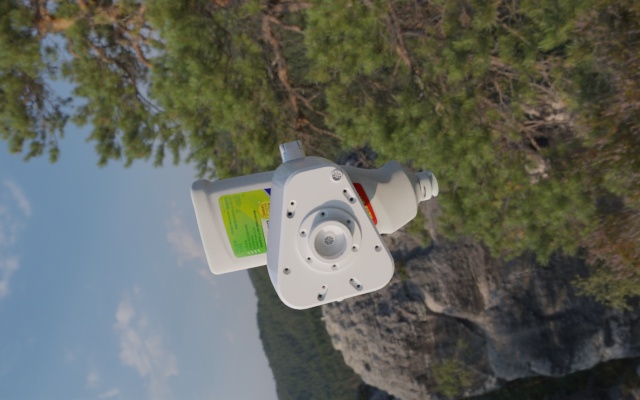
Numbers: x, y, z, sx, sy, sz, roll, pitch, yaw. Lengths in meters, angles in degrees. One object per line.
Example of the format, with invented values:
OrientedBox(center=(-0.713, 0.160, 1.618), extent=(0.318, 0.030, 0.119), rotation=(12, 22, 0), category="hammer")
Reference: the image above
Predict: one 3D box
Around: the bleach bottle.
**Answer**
OrientedBox(center=(0.000, 0.002, 0.507), extent=(0.251, 0.102, 0.068), rotation=(-13, 7, -6), category="bleach bottle")
